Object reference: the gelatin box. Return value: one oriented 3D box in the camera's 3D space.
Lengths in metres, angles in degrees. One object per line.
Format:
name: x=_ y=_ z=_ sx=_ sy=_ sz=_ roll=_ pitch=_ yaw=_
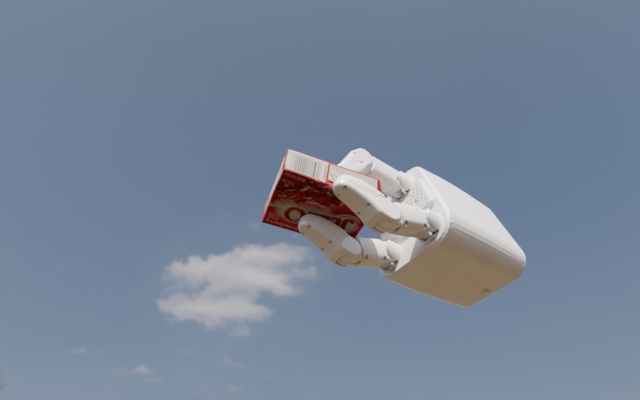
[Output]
gelatin box: x=0.000 y=0.001 z=0.429 sx=0.089 sy=0.030 sz=0.073 roll=18 pitch=-45 yaw=-10
